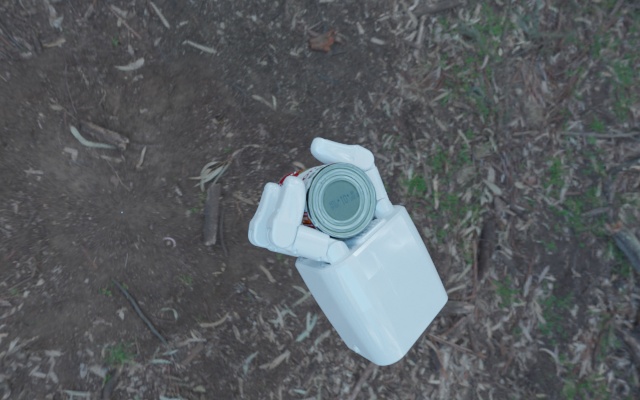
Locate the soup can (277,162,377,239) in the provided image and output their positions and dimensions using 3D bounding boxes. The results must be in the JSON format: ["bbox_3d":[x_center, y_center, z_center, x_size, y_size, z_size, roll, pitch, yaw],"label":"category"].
[{"bbox_3d":[0.000,0.001,0.452,0.068,0.068,0.102,0,-1,-23],"label":"soup can"}]
